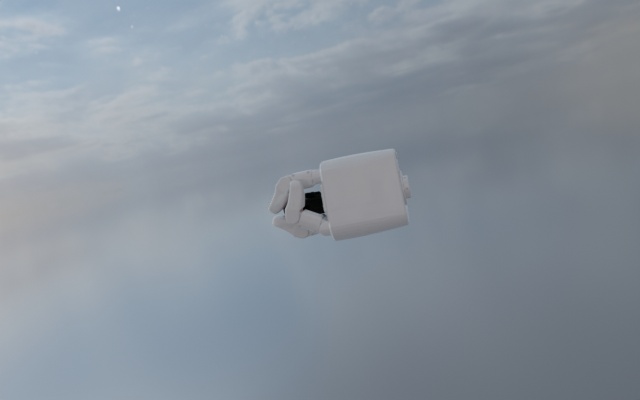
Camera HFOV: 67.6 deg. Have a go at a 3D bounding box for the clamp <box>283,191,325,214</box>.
[{"bbox_3d":[0.000,0.002,0.759,0.120,0.039,0.171,-12,7,12],"label":"clamp"}]
